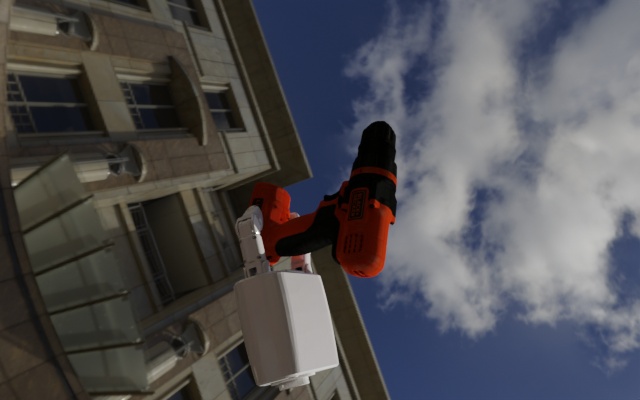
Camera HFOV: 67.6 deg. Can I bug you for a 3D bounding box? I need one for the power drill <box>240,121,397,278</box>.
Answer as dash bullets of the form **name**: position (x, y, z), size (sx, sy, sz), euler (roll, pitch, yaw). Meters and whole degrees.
- **power drill**: position (0.000, 0.002, 0.553), size (0.187, 0.184, 0.057), euler (-11, -35, 36)
